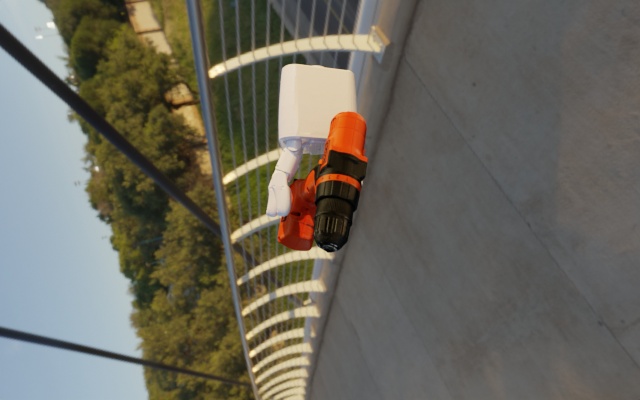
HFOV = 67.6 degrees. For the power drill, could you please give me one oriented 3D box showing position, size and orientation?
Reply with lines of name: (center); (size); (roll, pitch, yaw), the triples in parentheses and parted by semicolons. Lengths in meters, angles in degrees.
power drill: (0.000, 0.002, 0.618); (0.057, 0.184, 0.188); (20, -30, -14)
